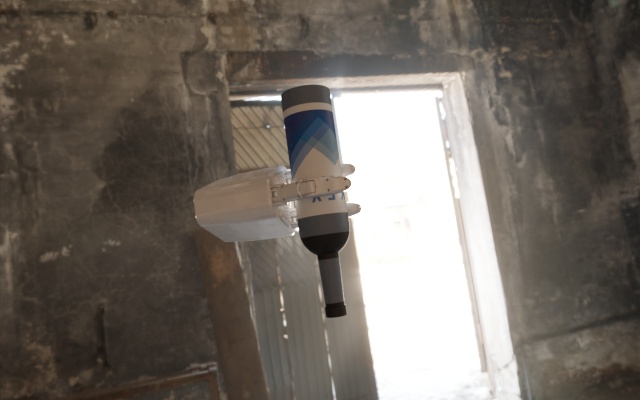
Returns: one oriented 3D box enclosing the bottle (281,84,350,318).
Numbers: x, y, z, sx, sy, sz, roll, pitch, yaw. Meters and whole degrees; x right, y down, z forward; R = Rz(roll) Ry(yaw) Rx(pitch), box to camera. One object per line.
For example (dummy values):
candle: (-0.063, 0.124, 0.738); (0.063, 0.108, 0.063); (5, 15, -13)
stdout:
bottle: (0.000, 0.002, 0.622); (0.069, 0.295, 0.069); (-8, -6, -1)
